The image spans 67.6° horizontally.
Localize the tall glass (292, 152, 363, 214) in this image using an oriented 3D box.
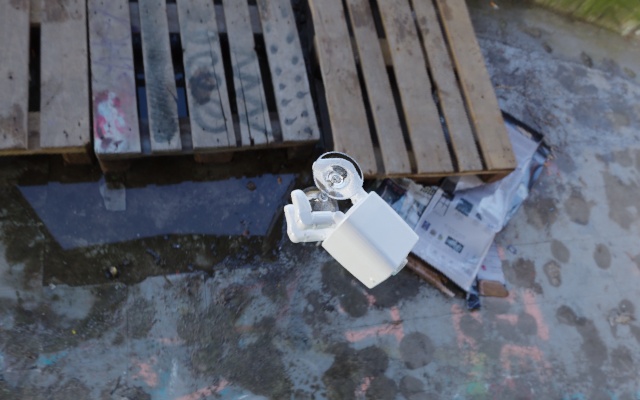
[{"bbox_3d":[0.000,0.002,0.762,0.079,0.079,0.201,0,-23,-16],"label":"tall glass"}]
